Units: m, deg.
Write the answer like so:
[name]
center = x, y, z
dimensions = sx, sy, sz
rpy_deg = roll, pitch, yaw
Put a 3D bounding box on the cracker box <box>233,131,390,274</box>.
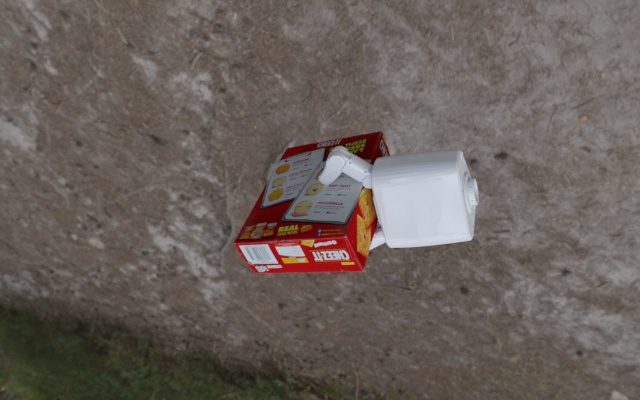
[cracker box]
center = 0.000, 0.002, 0.666
dimensions = 0.164, 0.072, 0.213
rpy_deg = -6, 39, 27
